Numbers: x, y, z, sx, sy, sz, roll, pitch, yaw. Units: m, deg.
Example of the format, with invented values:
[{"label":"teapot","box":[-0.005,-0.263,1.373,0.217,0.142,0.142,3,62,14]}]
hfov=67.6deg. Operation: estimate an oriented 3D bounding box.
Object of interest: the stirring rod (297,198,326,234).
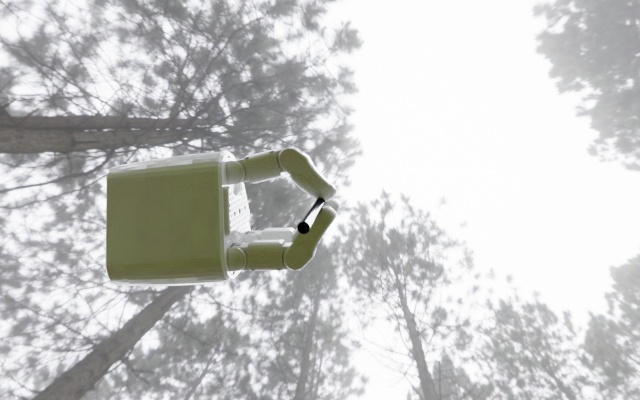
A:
[{"label":"stirring rod","box":[0.000,0.001,0.414,0.011,0.011,0.239,0,7,5]}]
